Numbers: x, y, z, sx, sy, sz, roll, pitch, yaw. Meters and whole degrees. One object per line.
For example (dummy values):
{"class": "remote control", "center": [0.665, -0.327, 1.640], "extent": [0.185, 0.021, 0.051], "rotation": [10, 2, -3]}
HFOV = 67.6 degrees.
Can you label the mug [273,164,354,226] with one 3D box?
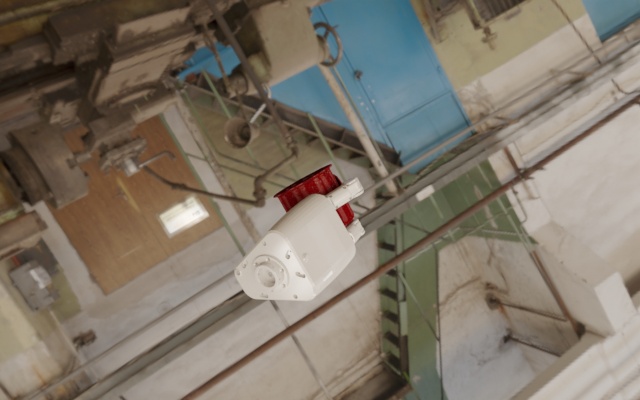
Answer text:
{"class": "mug", "center": [0.001, 0.002, 0.676], "extent": [0.093, 0.081, 0.117], "rotation": [-24, 8, 37]}
